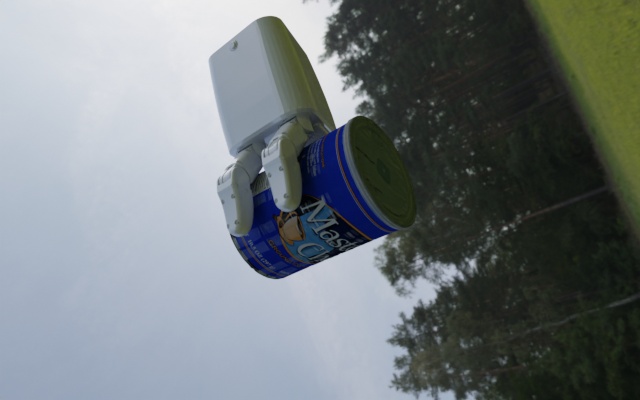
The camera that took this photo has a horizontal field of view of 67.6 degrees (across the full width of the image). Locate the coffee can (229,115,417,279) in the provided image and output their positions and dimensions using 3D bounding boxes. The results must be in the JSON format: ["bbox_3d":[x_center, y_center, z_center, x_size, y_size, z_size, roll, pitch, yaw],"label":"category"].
[{"bbox_3d":[0.000,0.002,0.432,0.140,0.102,0.103,-26,-14,30],"label":"coffee can"}]
